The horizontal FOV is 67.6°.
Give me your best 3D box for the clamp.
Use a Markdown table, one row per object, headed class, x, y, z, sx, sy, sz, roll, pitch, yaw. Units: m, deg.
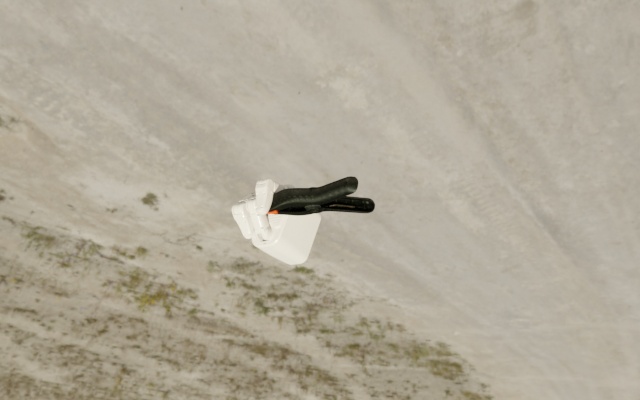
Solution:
| class | x | y | z | sx | sy | sz | roll | pitch | yaw |
| --- | --- | --- | --- | --- | --- | --- | --- | --- | --- |
| clamp | 0.000 | 0.003 | 0.746 | 0.171 | 0.039 | 0.120 | -7 | -26 | 27 |
